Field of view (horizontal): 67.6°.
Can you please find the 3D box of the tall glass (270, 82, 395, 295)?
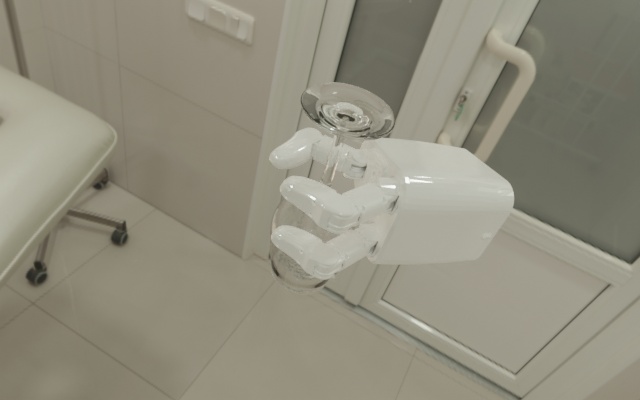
[{"bbox_3d":[0.000,0.001,0.427,0.079,0.201,0.079,9,43,-9],"label":"tall glass"}]
